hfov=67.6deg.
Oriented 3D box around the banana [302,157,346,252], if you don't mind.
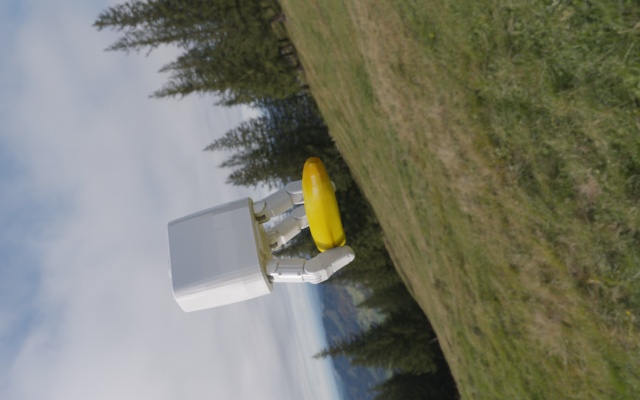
[{"bbox_3d":[0.005,0.020,0.544,0.037,0.069,0.198,-14,-20,2],"label":"banana"}]
